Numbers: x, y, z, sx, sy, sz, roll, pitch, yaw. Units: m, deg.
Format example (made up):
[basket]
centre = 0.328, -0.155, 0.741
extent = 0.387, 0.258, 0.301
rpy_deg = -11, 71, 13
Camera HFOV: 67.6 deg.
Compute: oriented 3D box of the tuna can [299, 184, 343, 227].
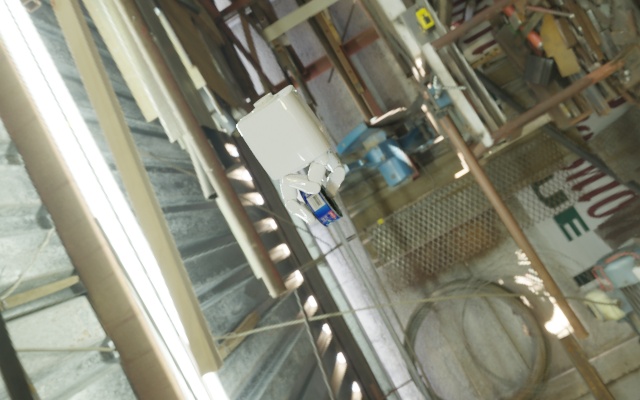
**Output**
[tuna can]
centre = 0.000, 0.003, 0.817
extent = 0.034, 0.086, 0.086
rpy_deg = -35, -6, 8
